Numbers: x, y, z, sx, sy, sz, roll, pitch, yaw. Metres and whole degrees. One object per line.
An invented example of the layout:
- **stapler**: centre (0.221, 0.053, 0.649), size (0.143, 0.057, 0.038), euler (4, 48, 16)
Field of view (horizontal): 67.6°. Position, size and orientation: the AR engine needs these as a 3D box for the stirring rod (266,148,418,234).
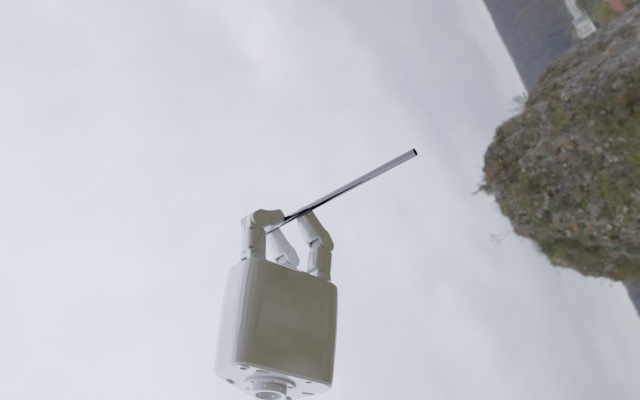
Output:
- **stirring rod**: centre (0.000, 0.002, 0.517), size (0.239, 0.011, 0.011), euler (-28, -16, 32)
